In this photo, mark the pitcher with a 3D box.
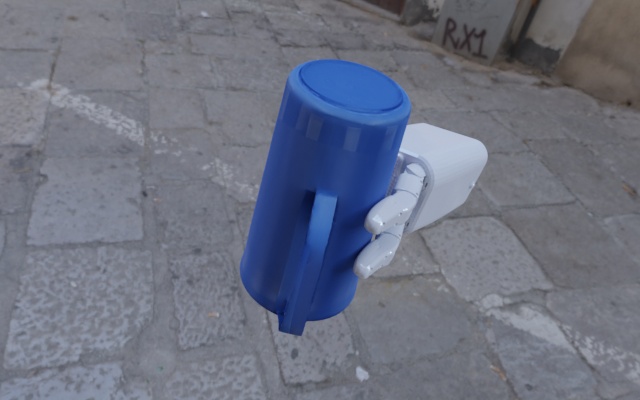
[{"bbox_3d":[0.000,0.001,0.461,0.145,0.243,0.149,-18,49,-36],"label":"pitcher"}]
